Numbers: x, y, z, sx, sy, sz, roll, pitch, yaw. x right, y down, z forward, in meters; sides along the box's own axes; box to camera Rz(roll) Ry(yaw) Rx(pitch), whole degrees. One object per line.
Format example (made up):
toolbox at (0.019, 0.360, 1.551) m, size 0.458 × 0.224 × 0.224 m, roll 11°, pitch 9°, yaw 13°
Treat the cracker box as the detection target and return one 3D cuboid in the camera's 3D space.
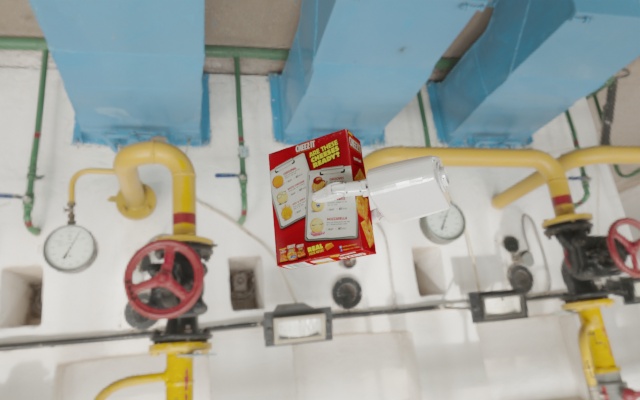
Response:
cracker box at (0.000, 0.003, 0.842) m, size 0.164 × 0.213 × 0.072 m, roll -15°, pitch -20°, yaw 24°
